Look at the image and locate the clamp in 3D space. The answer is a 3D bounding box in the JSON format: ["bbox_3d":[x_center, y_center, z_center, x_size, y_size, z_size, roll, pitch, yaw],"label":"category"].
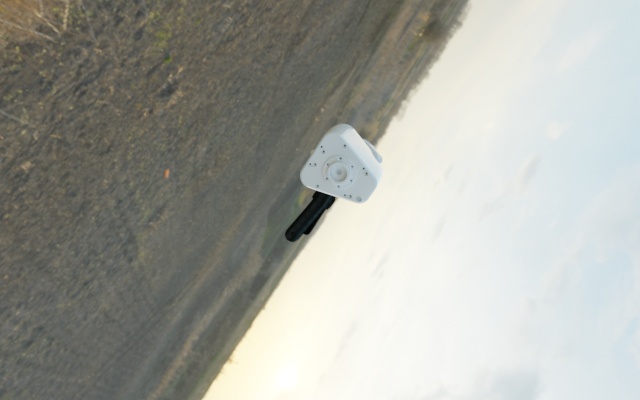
[{"bbox_3d":[0.001,0.003,0.817,0.039,0.171,0.120,34,17,2],"label":"clamp"}]
